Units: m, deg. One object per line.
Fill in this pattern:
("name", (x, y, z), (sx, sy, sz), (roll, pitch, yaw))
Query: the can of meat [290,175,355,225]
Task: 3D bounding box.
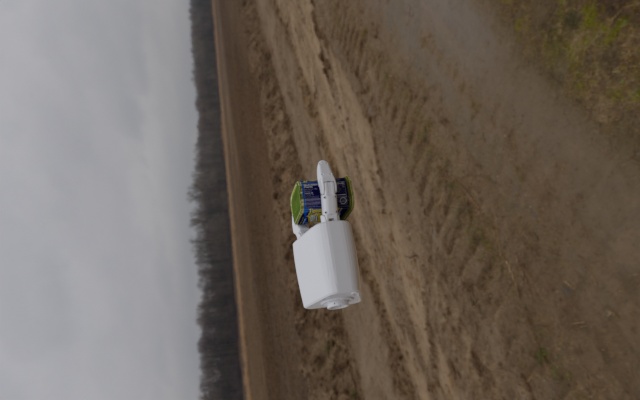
("can of meat", (0.000, 0.002, 0.767), (0.084, 0.057, 0.102), (-5, -19, -12))
